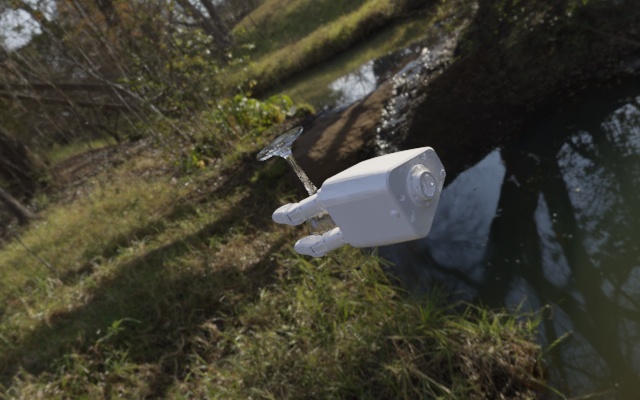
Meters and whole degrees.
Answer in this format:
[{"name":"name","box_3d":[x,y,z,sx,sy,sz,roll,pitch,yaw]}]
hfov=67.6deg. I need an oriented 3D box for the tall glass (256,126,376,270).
[{"name":"tall glass","box_3d":[0.000,0.002,0.655,0.079,0.201,0.079,-30,20,12]}]
